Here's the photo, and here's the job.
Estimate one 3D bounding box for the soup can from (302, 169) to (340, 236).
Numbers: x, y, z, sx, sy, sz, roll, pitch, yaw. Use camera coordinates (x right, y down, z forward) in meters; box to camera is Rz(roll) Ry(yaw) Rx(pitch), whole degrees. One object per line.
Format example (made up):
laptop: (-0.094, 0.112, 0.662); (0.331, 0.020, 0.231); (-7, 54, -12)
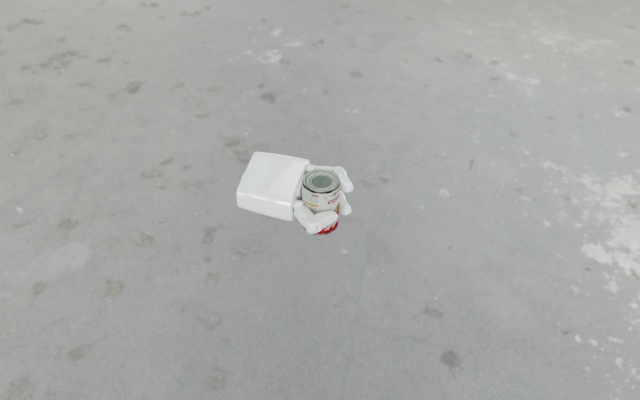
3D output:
soup can: (0.001, 0.003, 0.851); (0.068, 0.102, 0.068); (1, 41, -1)
